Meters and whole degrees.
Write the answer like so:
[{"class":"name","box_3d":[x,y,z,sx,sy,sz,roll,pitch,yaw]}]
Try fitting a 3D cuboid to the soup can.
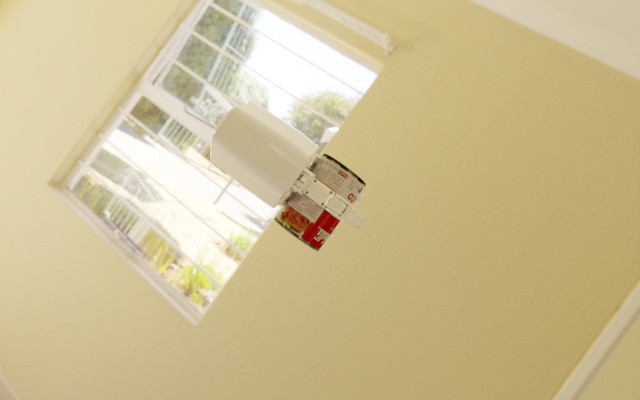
[{"class":"soup can","box_3d":[0.001,0.002,0.588,0.068,0.102,0.068,36,-1,1]}]
